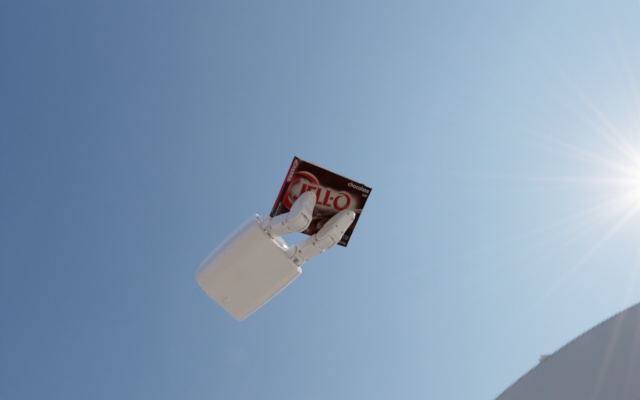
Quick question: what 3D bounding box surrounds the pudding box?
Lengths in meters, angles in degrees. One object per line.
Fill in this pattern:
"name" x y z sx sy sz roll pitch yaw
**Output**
"pudding box" 0.000 0.002 0.639 0.113 0.090 0.039 20 10 -24
